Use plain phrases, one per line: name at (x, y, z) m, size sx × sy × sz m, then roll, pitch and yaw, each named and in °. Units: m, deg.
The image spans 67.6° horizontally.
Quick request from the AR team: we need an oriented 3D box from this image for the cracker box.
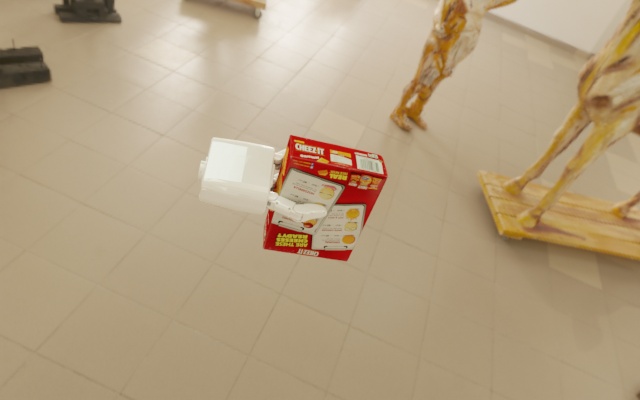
cracker box at (0.000, 0.003, 0.831) m, size 0.164 × 0.214 × 0.072 m, roll 10°, pitch 41°, yaw -13°
